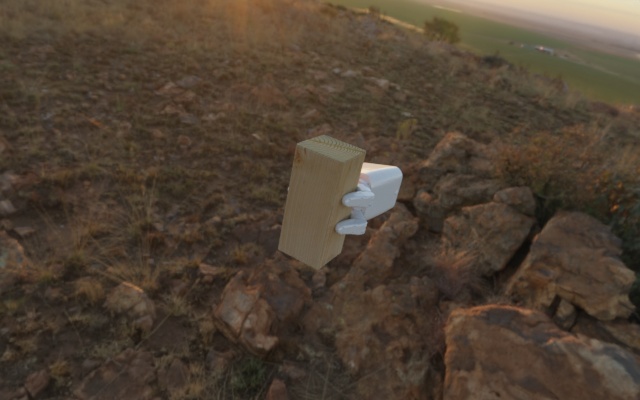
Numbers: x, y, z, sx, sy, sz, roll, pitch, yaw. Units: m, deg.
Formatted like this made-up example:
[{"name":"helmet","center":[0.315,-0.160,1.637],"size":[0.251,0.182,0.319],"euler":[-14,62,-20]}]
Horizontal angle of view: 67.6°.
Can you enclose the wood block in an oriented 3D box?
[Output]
[{"name":"wood block","center":[0.000,0.002,0.835],"size":[0.091,0.206,0.090],"euler":[24,29,24]}]
